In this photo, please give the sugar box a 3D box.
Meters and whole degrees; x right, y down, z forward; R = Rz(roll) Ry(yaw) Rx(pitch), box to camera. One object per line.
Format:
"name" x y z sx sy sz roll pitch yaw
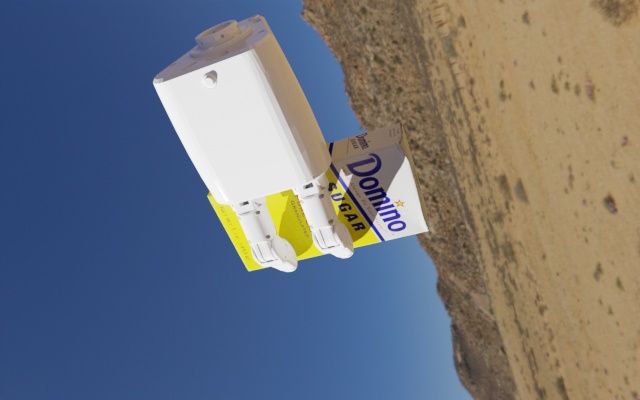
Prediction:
"sugar box" 0.000 0.002 0.429 0.176 0.093 0.048 -14 30 17
